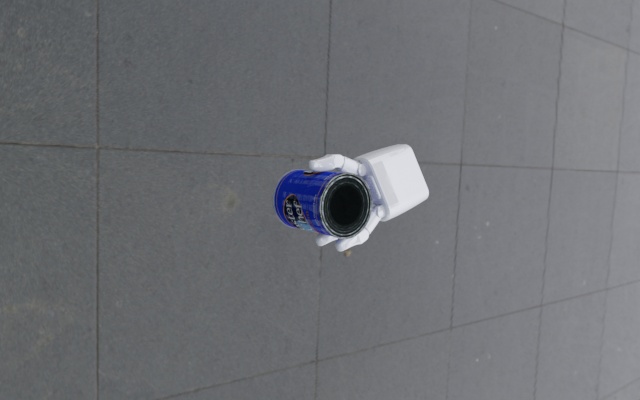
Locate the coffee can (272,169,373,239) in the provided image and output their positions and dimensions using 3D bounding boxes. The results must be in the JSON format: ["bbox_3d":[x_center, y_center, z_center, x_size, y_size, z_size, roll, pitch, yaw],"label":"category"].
[{"bbox_3d":[0.000,0.003,0.777,0.103,0.103,0.140,0,5,-36],"label":"coffee can"}]
